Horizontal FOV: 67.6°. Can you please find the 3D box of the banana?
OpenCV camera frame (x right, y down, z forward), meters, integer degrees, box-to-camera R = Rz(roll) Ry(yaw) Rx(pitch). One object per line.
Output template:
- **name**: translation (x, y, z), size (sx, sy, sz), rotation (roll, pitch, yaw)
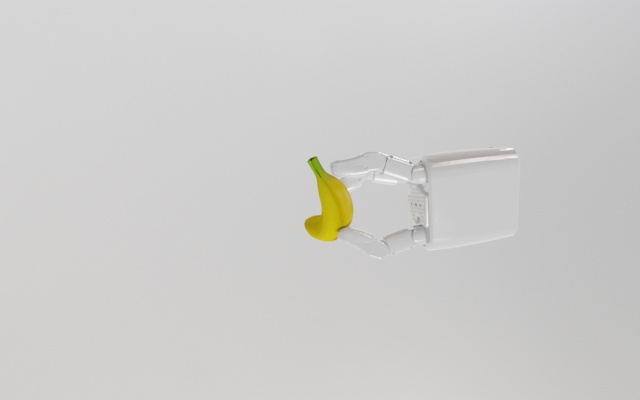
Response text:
- **banana**: translation (0.009, 0.016, 0.590), size (0.037, 0.069, 0.198), rotation (-25, -20, -15)
